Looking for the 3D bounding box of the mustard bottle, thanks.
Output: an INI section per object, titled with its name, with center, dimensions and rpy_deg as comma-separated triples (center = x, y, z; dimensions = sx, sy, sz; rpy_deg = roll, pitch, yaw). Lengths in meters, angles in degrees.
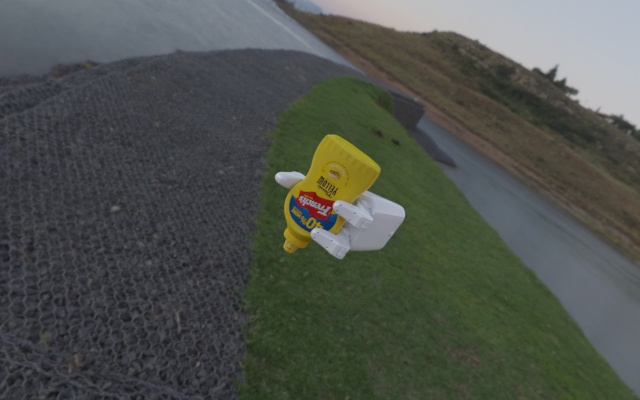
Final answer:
[mustard bottle]
center = 0.000, 0.002, 0.724
dimensions = 0.096, 0.192, 0.058
rpy_deg = 37, 18, 10
